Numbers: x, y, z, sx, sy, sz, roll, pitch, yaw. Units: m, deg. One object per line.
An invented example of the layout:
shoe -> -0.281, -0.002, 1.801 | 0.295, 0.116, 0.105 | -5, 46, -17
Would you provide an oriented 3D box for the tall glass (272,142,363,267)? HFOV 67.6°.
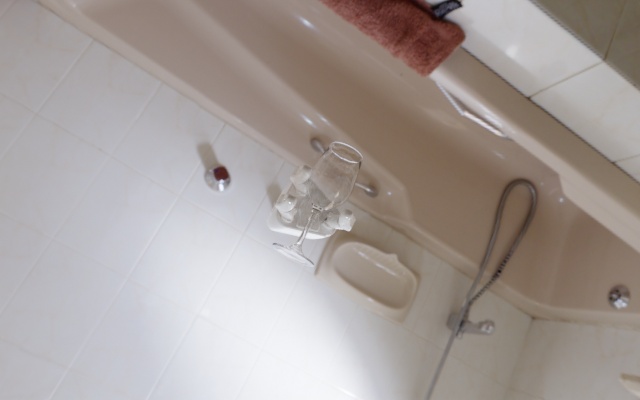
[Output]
tall glass -> 0.000, 0.003, 0.784 | 0.079, 0.201, 0.079 | 25, -17, 8
